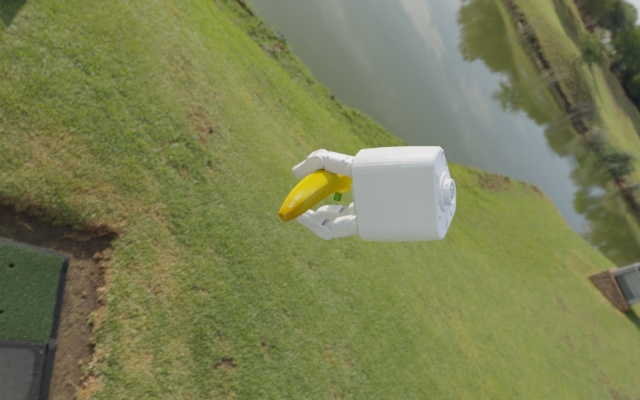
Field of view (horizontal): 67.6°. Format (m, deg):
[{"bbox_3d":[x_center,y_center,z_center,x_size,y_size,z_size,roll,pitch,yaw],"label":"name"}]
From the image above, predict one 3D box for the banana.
[{"bbox_3d":[0.007,-0.015,0.656,0.037,0.070,0.198,24,16,20],"label":"banana"}]
